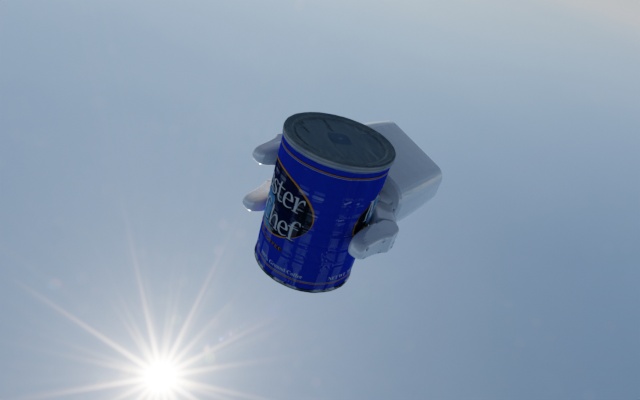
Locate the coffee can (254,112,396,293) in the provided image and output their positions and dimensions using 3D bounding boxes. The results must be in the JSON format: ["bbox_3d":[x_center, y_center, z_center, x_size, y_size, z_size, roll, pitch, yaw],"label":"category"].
[{"bbox_3d":[0.000,0.001,0.455,0.103,0.140,0.102,13,31,-8],"label":"coffee can"}]
